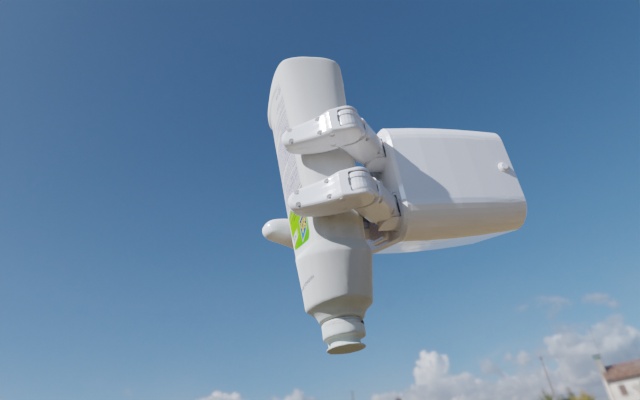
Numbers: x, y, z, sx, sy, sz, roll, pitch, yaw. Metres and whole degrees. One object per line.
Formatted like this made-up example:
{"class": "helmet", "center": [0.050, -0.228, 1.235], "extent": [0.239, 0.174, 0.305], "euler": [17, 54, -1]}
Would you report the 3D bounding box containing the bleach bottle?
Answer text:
{"class": "bleach bottle", "center": [0.000, 0.001, 0.403], "extent": [0.068, 0.250, 0.103], "euler": [-2, -30, -12]}
